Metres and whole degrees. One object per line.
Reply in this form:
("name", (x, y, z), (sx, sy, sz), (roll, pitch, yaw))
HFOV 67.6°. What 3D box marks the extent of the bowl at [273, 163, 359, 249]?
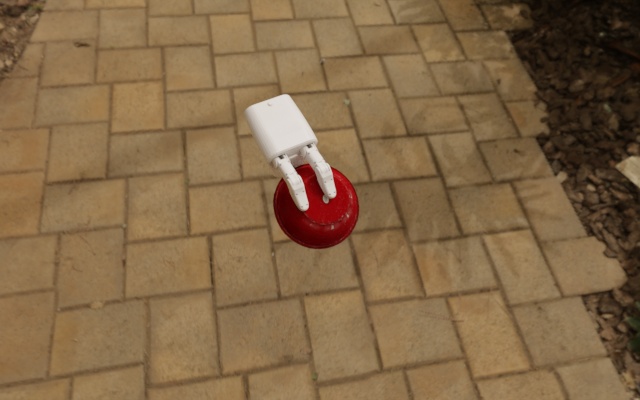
("bowl", (0.001, 0.004, 0.845), (0.162, 0.162, 0.055), (0, -13, -15))
